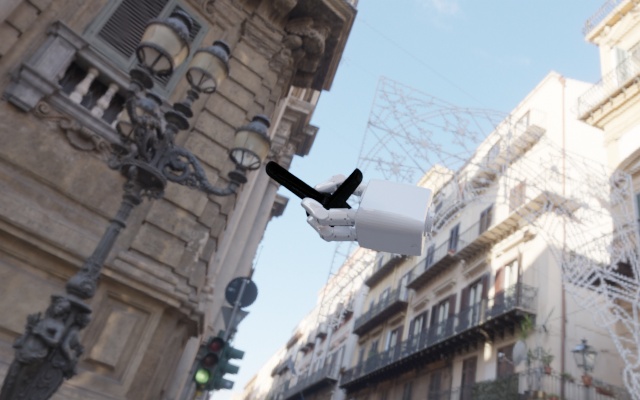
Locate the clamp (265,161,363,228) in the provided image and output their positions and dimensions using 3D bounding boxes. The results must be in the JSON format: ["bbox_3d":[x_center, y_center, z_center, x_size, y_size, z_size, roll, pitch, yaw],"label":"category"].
[{"bbox_3d":[0.001,0.002,0.819,0.164,0.036,0.210,11,-31,17],"label":"clamp"}]
